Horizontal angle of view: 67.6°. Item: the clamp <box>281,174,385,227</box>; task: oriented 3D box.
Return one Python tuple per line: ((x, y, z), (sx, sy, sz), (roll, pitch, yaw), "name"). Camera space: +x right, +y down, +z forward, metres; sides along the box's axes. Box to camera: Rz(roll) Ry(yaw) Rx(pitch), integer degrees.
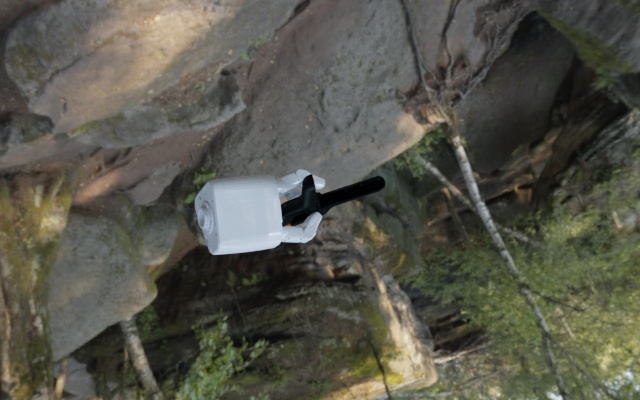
((0.000, 0.004, 0.824), (0.164, 0.036, 0.210), (-3, -19, -32), "clamp")
